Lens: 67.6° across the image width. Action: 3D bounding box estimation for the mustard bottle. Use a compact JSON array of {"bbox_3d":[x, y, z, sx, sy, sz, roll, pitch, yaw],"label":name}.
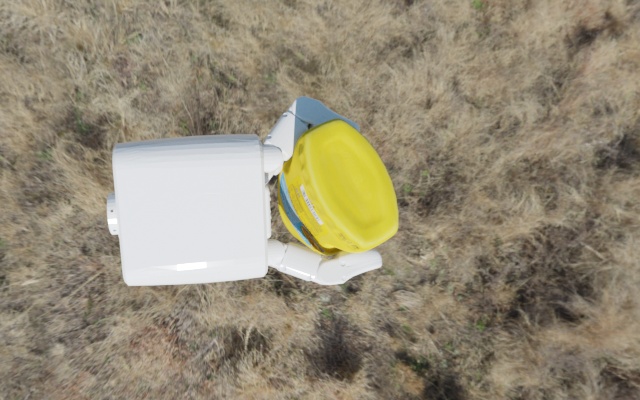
[{"bbox_3d":[0.000,0.001,0.421,0.058,0.096,0.191,-29,-1,-16],"label":"mustard bottle"}]
